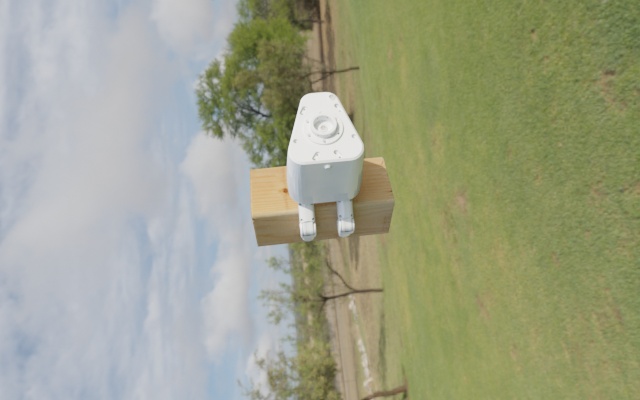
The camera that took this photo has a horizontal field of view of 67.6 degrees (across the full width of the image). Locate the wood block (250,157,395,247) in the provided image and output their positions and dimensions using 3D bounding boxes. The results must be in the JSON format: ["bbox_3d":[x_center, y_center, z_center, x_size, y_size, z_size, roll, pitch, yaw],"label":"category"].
[{"bbox_3d":[0.000,0.002,0.738,0.206,0.090,0.090,-5,-36,-4],"label":"wood block"}]
